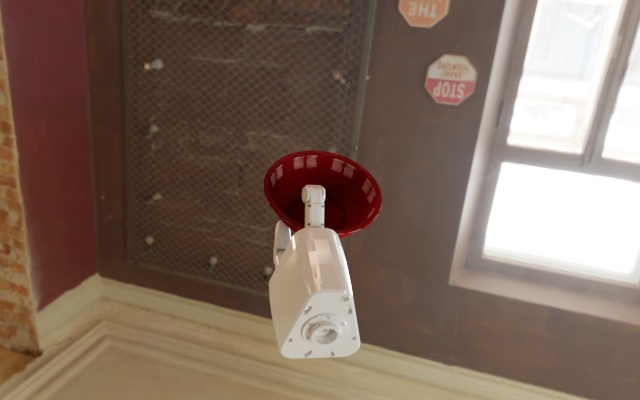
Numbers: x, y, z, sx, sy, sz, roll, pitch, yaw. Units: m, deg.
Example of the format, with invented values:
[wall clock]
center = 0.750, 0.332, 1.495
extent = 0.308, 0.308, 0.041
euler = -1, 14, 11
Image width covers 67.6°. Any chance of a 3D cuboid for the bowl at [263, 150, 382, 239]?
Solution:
[bowl]
center = 0.000, 0.002, 0.662
extent = 0.162, 0.162, 0.055
euler = 0, -44, -13
